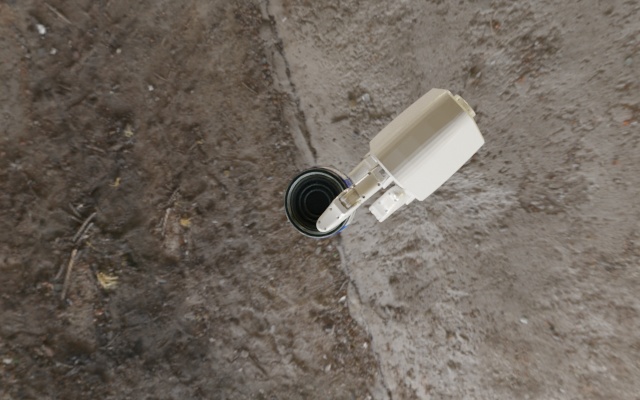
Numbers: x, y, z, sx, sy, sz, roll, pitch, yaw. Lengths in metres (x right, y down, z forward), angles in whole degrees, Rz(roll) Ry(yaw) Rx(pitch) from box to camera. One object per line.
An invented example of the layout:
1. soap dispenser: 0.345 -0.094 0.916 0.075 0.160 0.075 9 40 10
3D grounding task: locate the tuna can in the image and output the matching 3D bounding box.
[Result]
1. tuna can: 0.000 0.002 0.573 0.086 0.086 0.034 0 6 17
